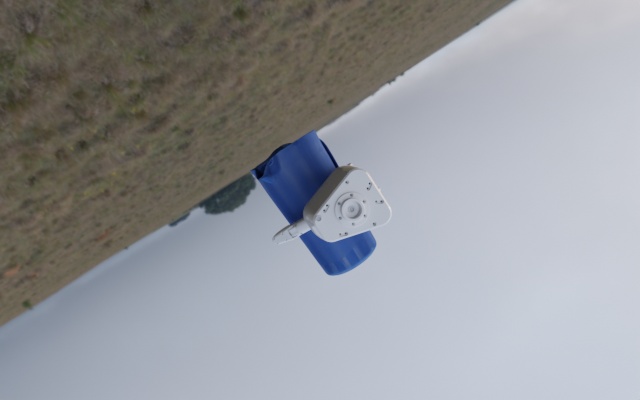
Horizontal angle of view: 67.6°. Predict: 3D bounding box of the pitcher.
[{"bbox_3d":[0.000,0.003,0.853,0.149,0.243,0.145,-33,7,-6],"label":"pitcher"}]
